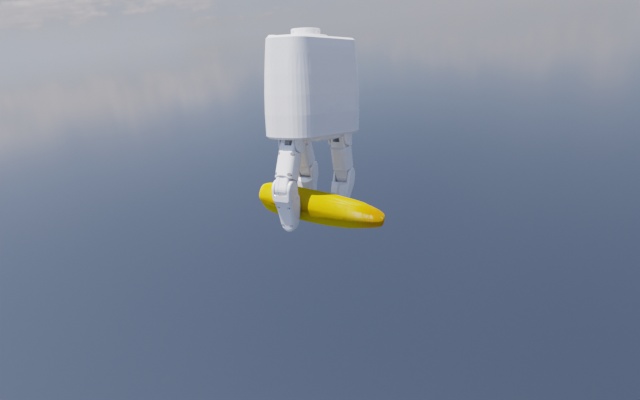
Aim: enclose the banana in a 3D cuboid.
[{"bbox_3d":[-0.016,0.002,0.563,0.069,0.037,0.198,-3,11,-41],"label":"banana"}]
